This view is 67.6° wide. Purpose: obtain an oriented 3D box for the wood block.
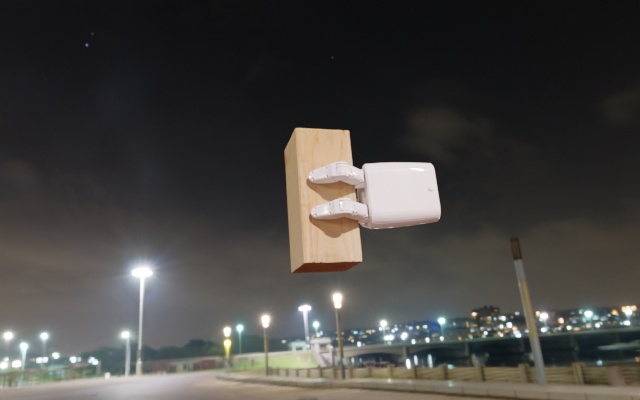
[{"bbox_3d":[0.000,0.002,0.741,0.090,0.206,0.091,0,-18,-15],"label":"wood block"}]
